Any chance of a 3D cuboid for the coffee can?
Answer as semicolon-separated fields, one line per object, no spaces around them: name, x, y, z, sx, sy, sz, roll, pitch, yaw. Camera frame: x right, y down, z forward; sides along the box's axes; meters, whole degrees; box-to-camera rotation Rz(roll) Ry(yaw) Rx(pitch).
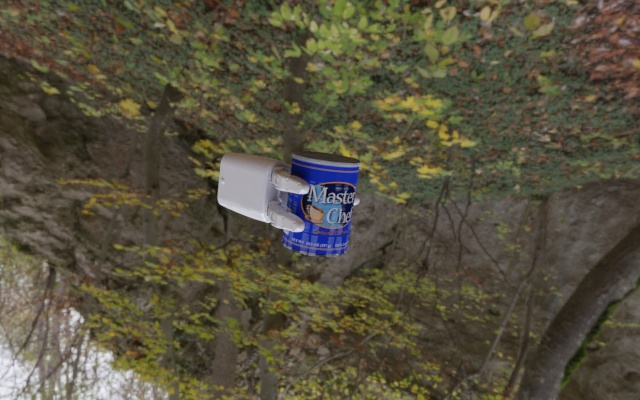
coffee can;0.000;0.002;0.721;0.103;0.140;0.103;7;11;-1
